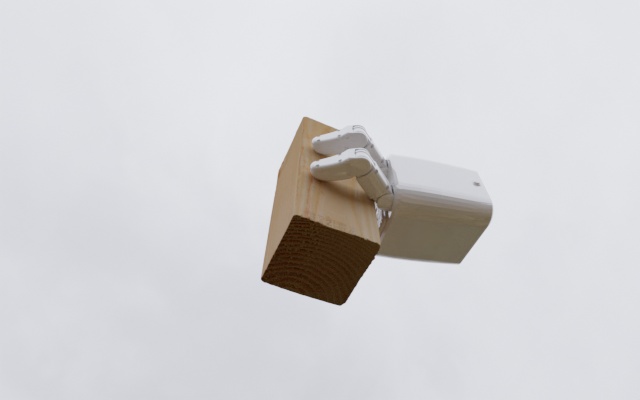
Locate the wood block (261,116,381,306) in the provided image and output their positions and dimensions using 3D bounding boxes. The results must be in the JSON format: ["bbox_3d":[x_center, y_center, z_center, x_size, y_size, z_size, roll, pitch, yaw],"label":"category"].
[{"bbox_3d":[0.000,0.002,0.531,0.090,0.091,0.206,20,32,-12],"label":"wood block"}]
